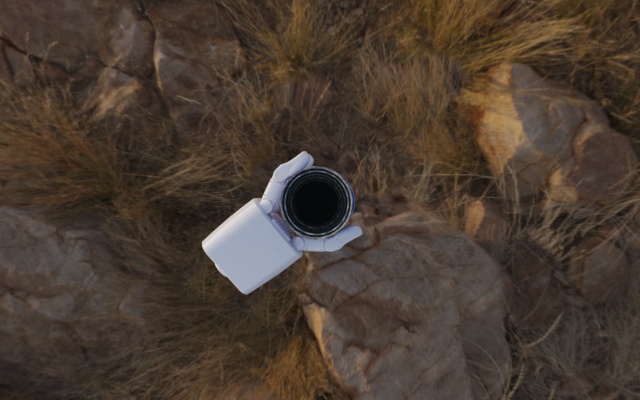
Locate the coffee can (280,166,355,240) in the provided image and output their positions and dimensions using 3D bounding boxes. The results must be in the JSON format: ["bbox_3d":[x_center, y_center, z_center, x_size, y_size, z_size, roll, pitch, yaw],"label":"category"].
[{"bbox_3d":[0.000,0.002,0.732,0.103,0.103,0.140,0,1,5],"label":"coffee can"}]
